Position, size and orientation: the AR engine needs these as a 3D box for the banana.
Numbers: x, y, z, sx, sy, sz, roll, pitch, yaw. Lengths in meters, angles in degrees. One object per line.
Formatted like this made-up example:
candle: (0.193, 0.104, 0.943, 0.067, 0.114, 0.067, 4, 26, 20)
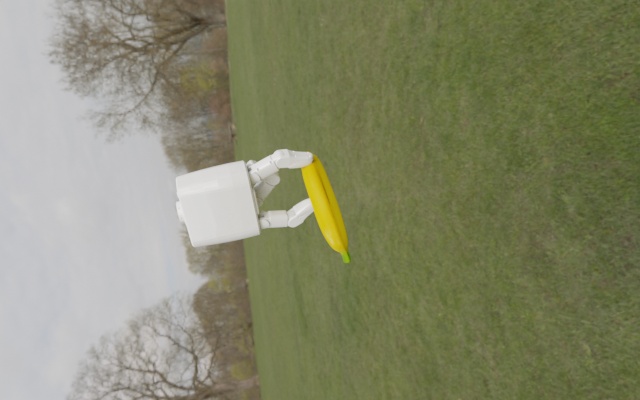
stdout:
banana: (0.002, -0.002, 0.724, 0.037, 0.197, 0.070, -15, -23, -8)
